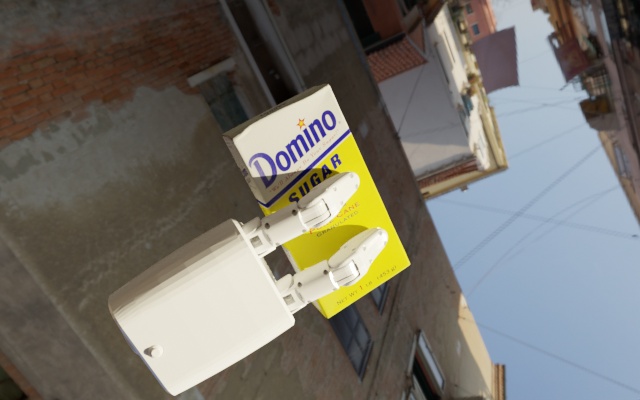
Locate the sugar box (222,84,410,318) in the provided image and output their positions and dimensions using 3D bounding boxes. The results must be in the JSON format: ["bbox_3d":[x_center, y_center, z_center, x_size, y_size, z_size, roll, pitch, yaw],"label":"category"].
[{"bbox_3d":[0.000,0.002,0.408,0.093,0.176,0.048,-31,20,-13],"label":"sugar box"}]
